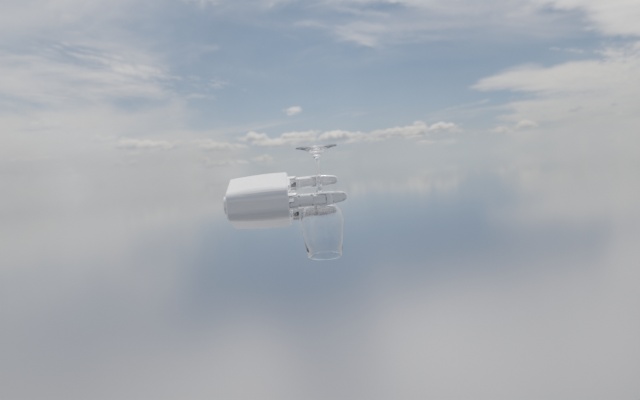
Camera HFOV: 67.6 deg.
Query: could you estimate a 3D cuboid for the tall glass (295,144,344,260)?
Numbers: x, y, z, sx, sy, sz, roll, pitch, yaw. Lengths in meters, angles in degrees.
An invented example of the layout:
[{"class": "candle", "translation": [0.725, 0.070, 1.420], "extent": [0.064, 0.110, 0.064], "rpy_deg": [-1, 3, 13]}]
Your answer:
[{"class": "tall glass", "translation": [0.000, 0.002, 0.856], "extent": [0.079, 0.201, 0.079], "rpy_deg": [-5, 4, 0]}]
